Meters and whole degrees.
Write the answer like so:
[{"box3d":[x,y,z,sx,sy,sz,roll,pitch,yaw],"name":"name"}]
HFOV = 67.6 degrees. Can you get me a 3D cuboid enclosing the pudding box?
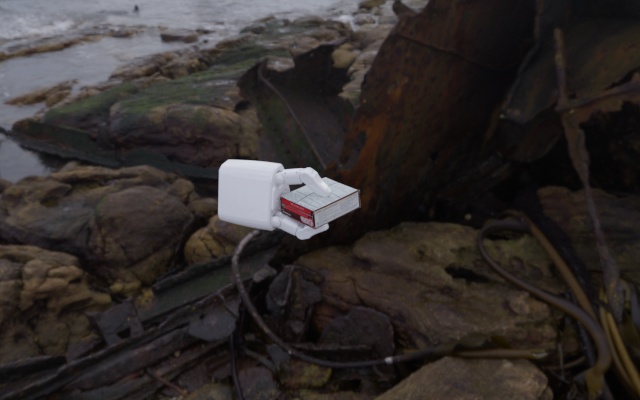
[{"box3d":[0.000,0.003,0.832,0.113,0.039,0.090,-26,35,-35],"name":"pudding box"}]
